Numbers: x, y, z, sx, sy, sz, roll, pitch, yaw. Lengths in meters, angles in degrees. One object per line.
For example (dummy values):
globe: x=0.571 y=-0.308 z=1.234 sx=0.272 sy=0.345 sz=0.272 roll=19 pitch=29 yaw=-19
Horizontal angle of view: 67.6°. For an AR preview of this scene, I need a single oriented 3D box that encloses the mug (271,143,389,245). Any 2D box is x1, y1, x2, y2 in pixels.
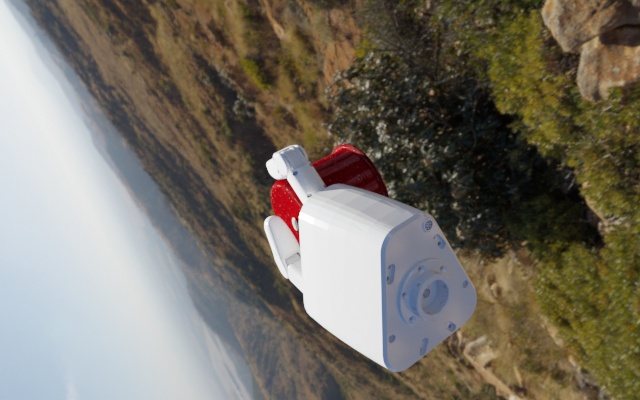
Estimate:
mug: x=-0.001 y=0.001 z=0.469 sx=0.081 sy=0.093 sz=0.117 roll=-27 pitch=21 yaw=-24
